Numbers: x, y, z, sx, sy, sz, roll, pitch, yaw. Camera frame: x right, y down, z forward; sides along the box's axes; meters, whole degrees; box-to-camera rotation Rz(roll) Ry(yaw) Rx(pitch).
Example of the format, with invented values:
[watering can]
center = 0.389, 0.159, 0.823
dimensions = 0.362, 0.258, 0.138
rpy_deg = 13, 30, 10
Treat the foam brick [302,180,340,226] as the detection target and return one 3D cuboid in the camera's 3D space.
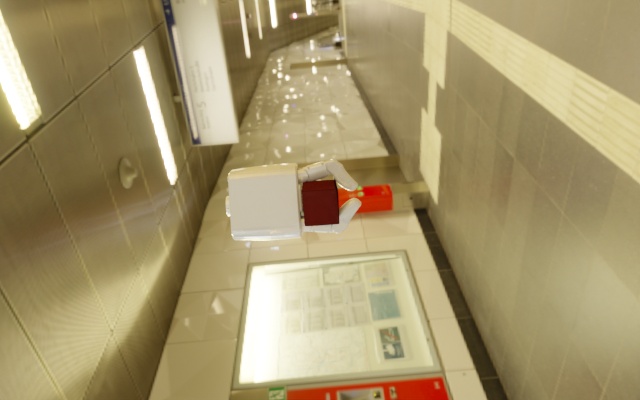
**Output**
[foam brick]
center = 0.000, 0.002, 0.703
dimensions = 0.051, 0.053, 0.078
rpy_deg = -3, 12, 0
